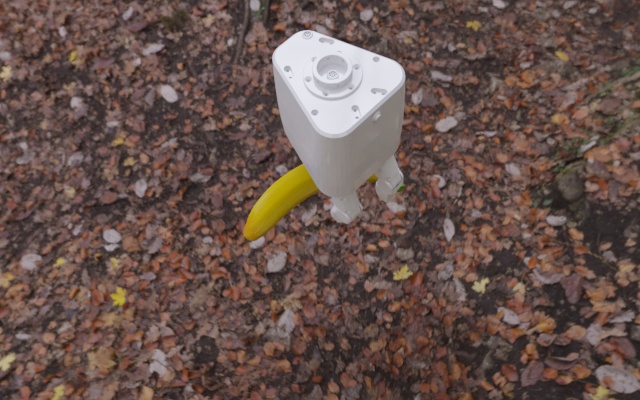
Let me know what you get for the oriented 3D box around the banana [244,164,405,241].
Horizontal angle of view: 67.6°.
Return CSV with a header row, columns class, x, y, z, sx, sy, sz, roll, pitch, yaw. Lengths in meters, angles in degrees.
class,x,y,z,sx,sy,sz,roll,pitch,yaw
banana,-0.003,-0.016,0.558,0.198,0.069,0.037,-19,-21,-6
